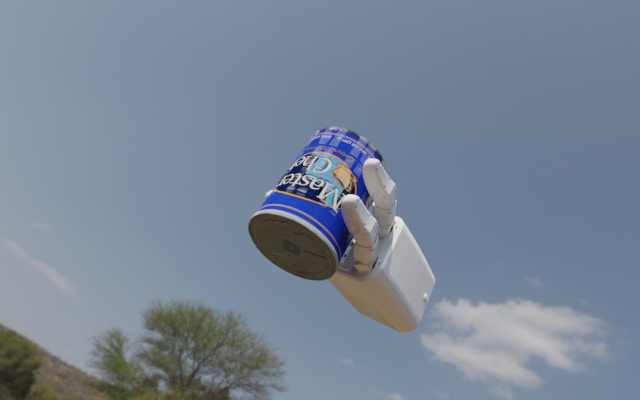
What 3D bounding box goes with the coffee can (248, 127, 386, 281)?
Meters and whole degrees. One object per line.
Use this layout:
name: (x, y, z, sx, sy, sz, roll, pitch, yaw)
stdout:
coffee can: (0.000, 0.002, 0.528, 0.103, 0.103, 0.140, 0, 44, 38)
